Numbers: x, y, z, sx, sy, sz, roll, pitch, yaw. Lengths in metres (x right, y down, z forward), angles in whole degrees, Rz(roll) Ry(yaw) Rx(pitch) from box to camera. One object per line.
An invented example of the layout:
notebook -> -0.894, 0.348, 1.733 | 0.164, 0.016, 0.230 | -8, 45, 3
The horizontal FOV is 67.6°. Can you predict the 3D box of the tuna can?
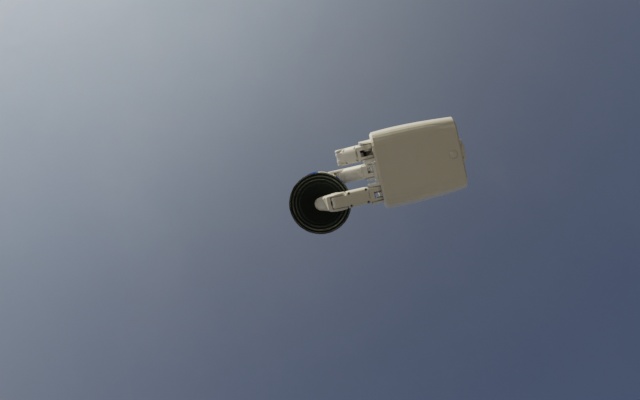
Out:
tuna can -> 0.000, 0.002, 0.670 | 0.086, 0.086, 0.033 | 0, 8, 2
